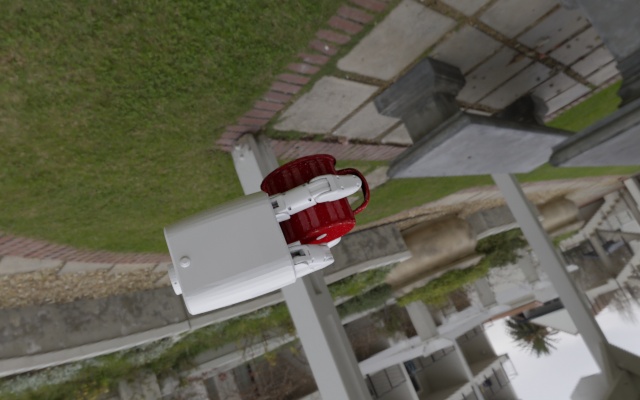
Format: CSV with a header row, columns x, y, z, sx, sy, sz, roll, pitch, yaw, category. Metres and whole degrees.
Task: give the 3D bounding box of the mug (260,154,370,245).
x,y,z,sx,sy,sz,roll,pitch,yaw,category
0.001,0.002,0.541,0.117,0.081,0.093,-19,-16,-12,mug
